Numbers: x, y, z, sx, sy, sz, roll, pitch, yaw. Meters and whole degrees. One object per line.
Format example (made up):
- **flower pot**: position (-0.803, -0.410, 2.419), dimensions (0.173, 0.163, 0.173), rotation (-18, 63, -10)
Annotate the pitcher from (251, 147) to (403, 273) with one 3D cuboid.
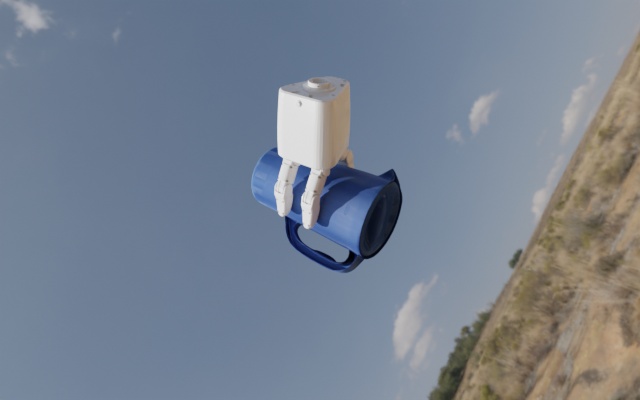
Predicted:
- **pitcher**: position (0.000, 0.002, 0.802), dimensions (0.243, 0.145, 0.149), rotation (22, 39, 29)
